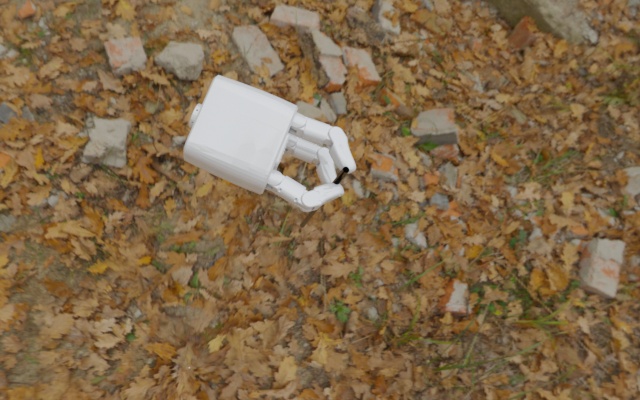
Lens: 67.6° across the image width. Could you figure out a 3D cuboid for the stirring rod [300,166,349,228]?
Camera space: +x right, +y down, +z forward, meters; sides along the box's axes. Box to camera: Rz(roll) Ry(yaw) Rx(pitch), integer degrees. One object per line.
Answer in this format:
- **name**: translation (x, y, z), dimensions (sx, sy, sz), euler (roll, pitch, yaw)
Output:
- **stirring rod**: translation (0.000, 0.002, 0.671), dimensions (0.011, 0.011, 0.240), euler (0, -19, -15)
